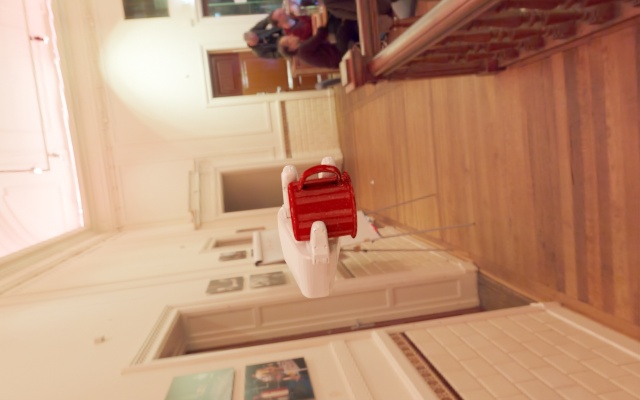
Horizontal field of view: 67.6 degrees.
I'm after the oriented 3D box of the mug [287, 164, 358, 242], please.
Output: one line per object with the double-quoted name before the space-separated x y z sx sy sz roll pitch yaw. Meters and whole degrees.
"mug" 0.000 0.001 0.636 0.081 0.117 0.093 -7 44 -6
